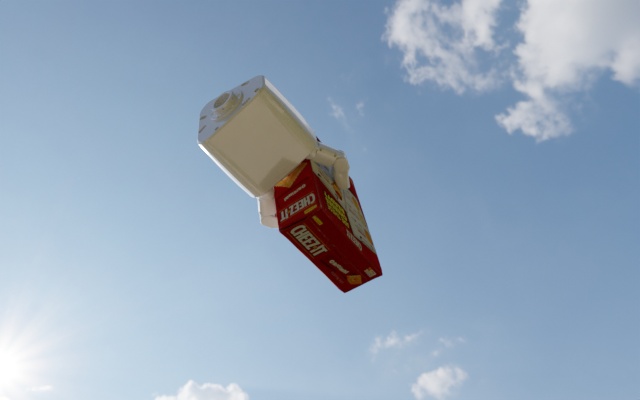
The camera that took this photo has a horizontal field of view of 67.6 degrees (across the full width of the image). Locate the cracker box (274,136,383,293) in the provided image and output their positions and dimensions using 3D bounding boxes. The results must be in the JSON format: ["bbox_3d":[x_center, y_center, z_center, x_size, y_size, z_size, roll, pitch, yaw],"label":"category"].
[{"bbox_3d":[0.000,0.002,0.687,0.072,0.213,0.164,-30,-51,15],"label":"cracker box"}]
